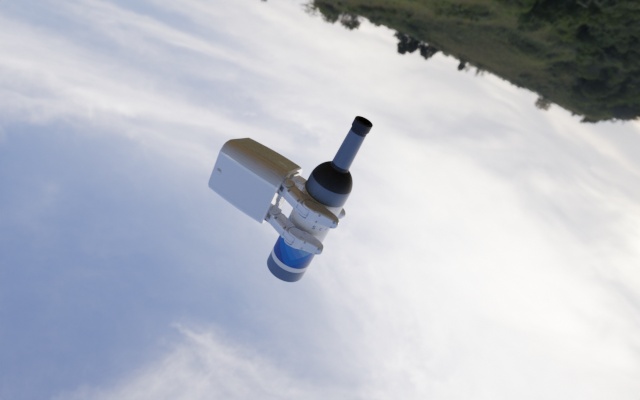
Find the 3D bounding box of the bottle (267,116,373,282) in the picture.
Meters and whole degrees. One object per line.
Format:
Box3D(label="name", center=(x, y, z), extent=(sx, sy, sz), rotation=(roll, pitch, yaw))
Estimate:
Box3D(label="bottle", center=(0.000, 0.003, 0.724), extent=(0.069, 0.296, 0.069), rotation=(20, 33, -13))
